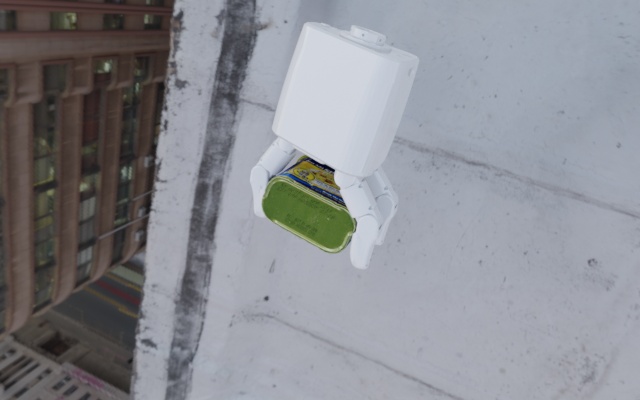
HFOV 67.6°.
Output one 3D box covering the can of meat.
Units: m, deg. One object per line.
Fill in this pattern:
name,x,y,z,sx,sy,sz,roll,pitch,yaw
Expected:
can of meat,0.000,0.002,0.492,0.102,0.057,0.084,27,25,10
